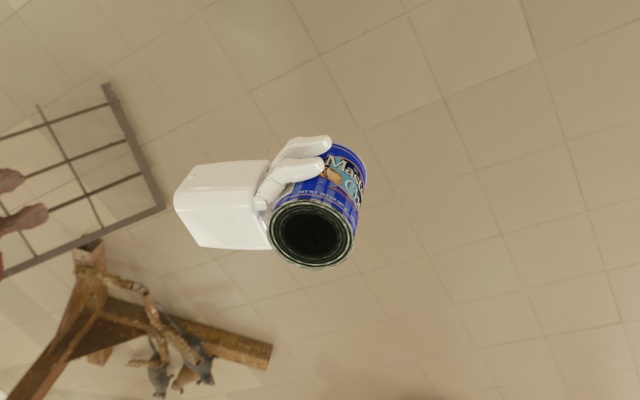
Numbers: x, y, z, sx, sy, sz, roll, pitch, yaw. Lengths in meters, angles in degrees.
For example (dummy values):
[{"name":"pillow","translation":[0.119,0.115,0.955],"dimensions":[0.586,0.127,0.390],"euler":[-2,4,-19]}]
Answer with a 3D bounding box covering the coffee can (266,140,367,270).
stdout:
[{"name":"coffee can","translation":[0.000,0.002,0.596],"dimensions":[0.103,0.103,0.140],"euler":[0,34,12]}]
